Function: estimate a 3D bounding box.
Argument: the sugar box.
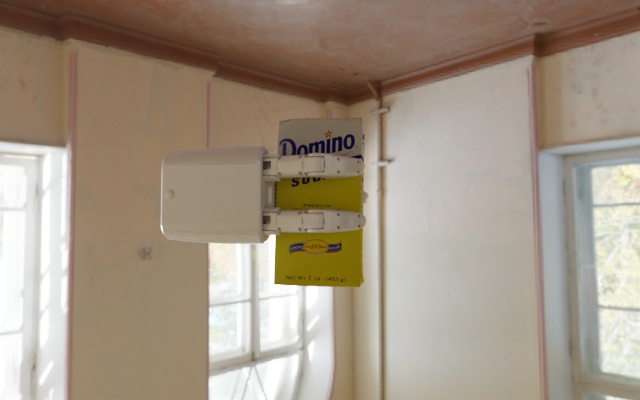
[{"bbox_3d":[0.000,0.002,0.510,0.093,0.176,0.048,-1,-3,9],"label":"sugar box"}]
